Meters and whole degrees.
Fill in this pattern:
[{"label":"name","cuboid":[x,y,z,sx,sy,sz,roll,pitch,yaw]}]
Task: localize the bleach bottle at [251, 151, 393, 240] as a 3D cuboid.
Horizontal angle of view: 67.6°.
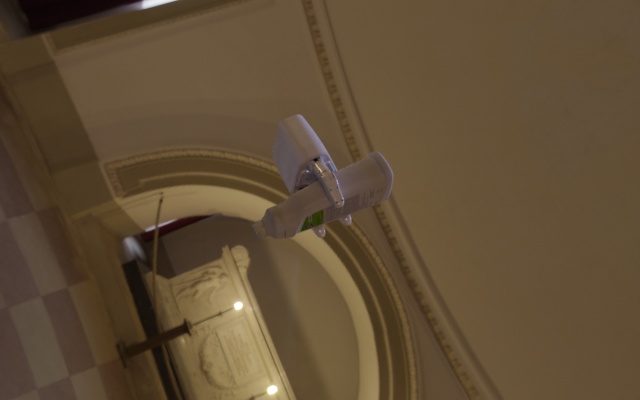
[{"label":"bleach bottle","cuboid":[0.000,0.003,0.831,0.251,0.068,0.103,-22,-31,-13]}]
